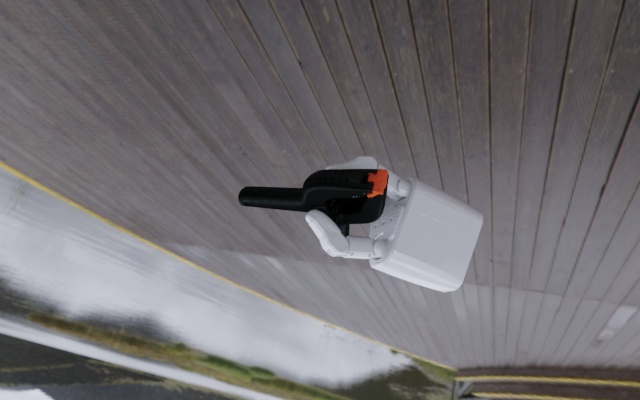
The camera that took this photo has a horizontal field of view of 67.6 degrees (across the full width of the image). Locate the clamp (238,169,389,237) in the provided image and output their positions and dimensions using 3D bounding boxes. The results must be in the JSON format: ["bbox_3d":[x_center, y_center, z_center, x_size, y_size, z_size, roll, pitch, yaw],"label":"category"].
[{"bbox_3d":[0.000,0.002,0.554,0.164,0.036,0.210,23,-24,-16],"label":"clamp"}]
